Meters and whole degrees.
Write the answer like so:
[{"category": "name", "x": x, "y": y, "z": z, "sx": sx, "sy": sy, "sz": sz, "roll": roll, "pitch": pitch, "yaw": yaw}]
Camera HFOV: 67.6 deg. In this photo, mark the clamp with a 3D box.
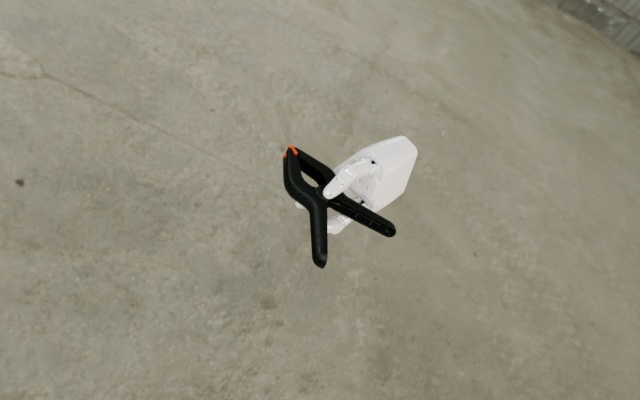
[{"category": "clamp", "x": 0.000, "y": 0.001, "z": 0.720, "sx": 0.164, "sy": 0.210, "sz": 0.036, "roll": -26, "pitch": -22, "yaw": -44}]
